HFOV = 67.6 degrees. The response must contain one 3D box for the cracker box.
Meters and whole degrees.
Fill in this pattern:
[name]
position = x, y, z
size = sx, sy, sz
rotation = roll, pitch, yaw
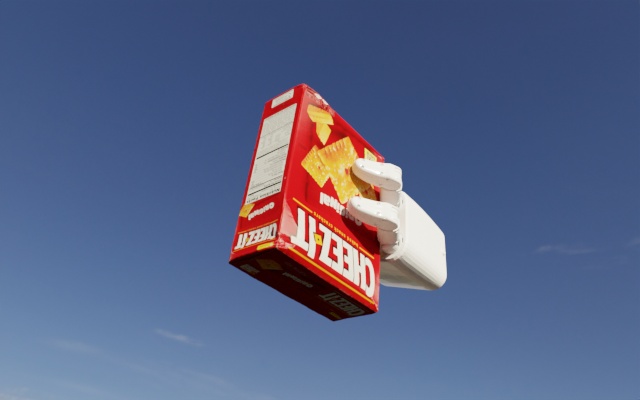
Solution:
[cracker box]
position = 0.000, 0.002, 0.531
size = 0.072, 0.213, 0.164
rotation = -21, -43, 34
